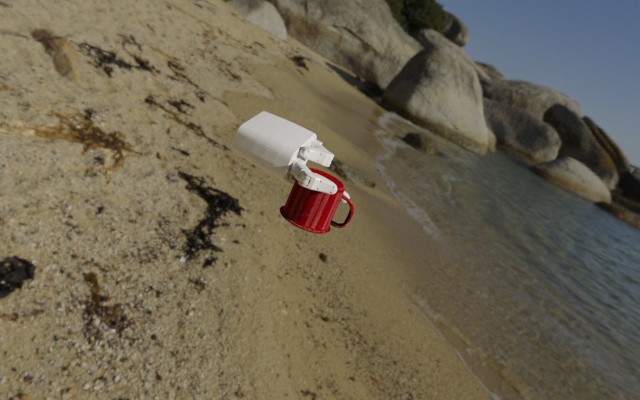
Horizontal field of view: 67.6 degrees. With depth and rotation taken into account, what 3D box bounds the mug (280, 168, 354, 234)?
[{"bbox_3d":[0.001,0.003,0.794,0.117,0.081,0.093,26,18,7],"label":"mug"}]
